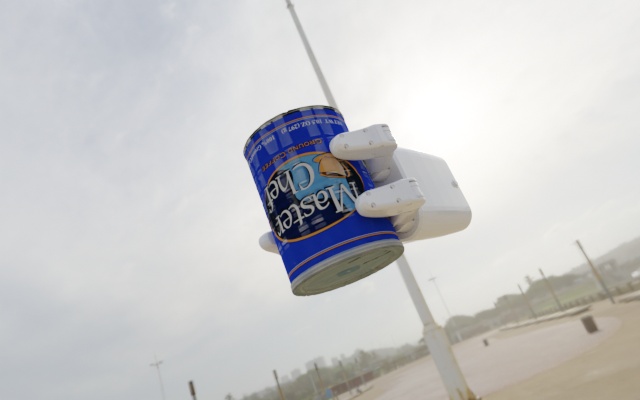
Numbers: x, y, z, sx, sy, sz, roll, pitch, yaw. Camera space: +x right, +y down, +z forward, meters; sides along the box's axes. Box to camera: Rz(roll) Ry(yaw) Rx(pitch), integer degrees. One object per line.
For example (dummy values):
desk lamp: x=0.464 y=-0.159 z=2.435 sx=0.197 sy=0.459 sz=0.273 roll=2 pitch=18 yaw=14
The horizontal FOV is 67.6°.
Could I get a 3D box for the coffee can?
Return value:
coffee can: x=0.000 y=0.002 z=0.430 sx=0.103 sy=0.140 sz=0.103 roll=-19 pitch=-21 yaw=-8
